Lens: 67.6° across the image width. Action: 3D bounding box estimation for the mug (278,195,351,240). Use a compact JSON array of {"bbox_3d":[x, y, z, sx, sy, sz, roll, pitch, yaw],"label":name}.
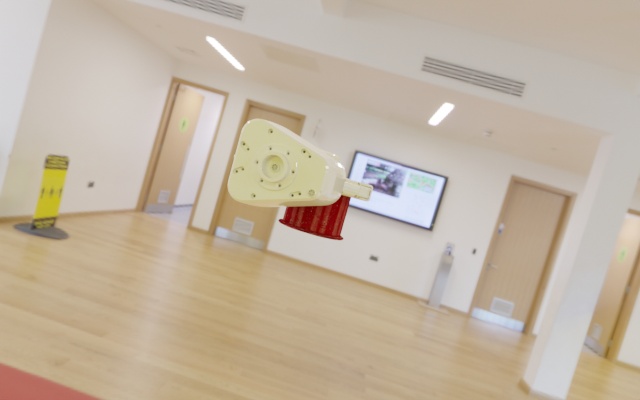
[{"bbox_3d":[0.001,0.002,0.667,0.093,0.081,0.117,17,3,11],"label":"mug"}]
